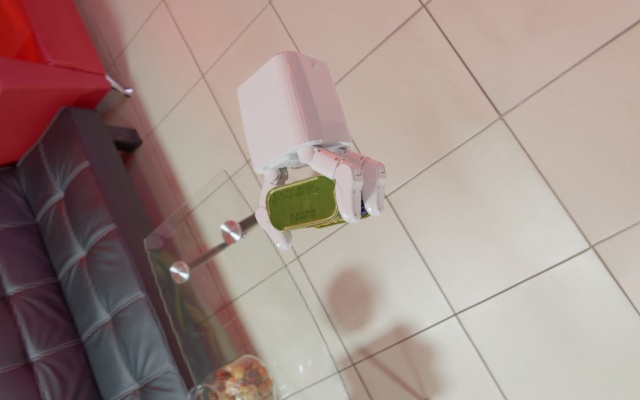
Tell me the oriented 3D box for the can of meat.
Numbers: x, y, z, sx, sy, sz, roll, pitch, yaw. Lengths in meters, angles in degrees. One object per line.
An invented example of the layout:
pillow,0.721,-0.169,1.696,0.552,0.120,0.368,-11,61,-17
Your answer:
can of meat,0.000,0.002,0.549,0.102,0.057,0.084,-15,-6,32
